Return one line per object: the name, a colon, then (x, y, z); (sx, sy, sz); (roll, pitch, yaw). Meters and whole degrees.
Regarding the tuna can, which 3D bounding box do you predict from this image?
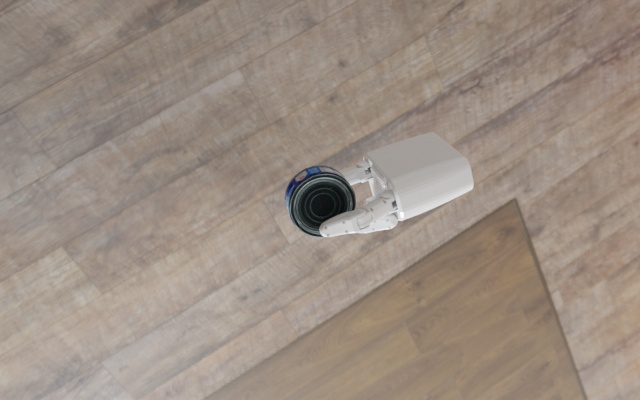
tuna can: (0.000, 0.002, 0.592); (0.086, 0.086, 0.033); (0, 19, -13)
